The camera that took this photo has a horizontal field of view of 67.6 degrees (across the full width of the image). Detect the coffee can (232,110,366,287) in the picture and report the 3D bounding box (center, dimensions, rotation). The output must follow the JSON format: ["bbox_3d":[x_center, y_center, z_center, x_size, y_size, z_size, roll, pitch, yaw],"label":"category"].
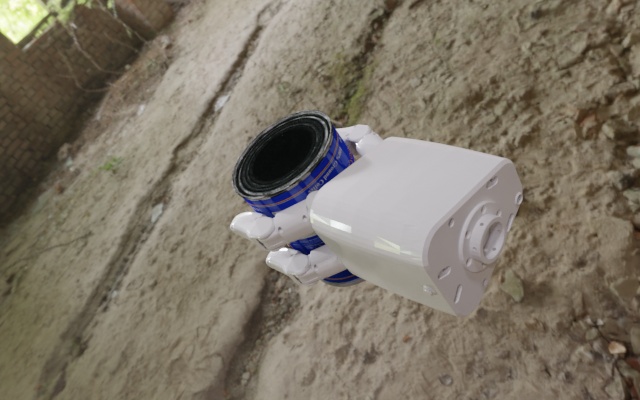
[{"bbox_3d":[0.000,0.001,0.449,0.103,0.102,0.140,0,-38,39],"label":"coffee can"}]
